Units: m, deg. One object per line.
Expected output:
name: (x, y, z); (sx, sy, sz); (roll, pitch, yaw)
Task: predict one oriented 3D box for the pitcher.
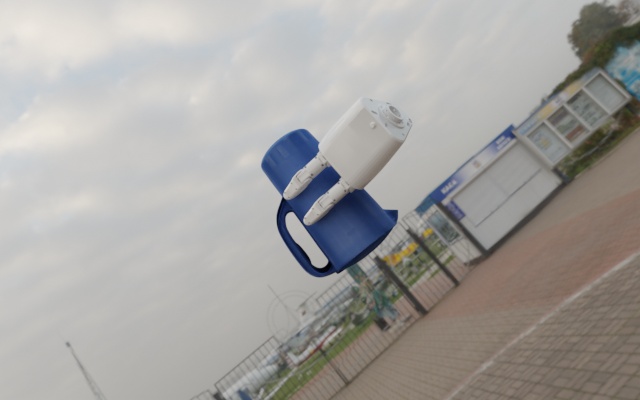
pitcher: (0.000, 0.003, 0.823); (0.149, 0.243, 0.145); (-26, -18, -52)
